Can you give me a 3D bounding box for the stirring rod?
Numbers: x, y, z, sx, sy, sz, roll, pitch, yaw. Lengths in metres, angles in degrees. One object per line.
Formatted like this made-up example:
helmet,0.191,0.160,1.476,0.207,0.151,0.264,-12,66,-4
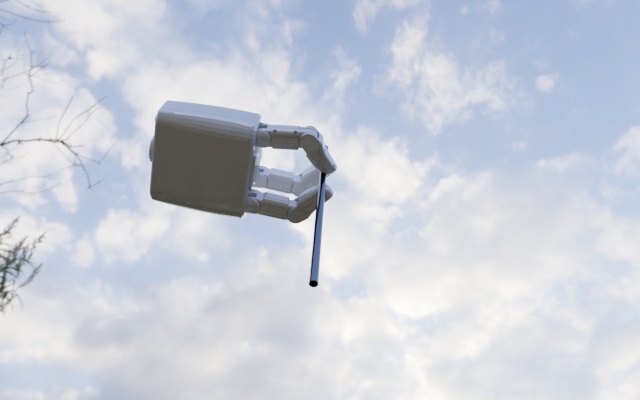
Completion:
stirring rod,0.000,0.002,0.491,0.011,0.011,0.239,0,34,3
